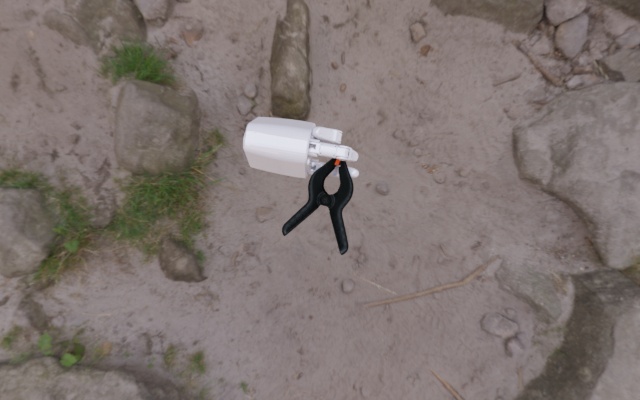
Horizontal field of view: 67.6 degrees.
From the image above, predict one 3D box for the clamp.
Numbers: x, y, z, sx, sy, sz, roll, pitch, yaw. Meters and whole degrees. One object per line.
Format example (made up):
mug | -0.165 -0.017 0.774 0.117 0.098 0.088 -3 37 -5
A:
clamp | 0.000 0.003 0.832 0.120 0.171 0.039 9 2 1
